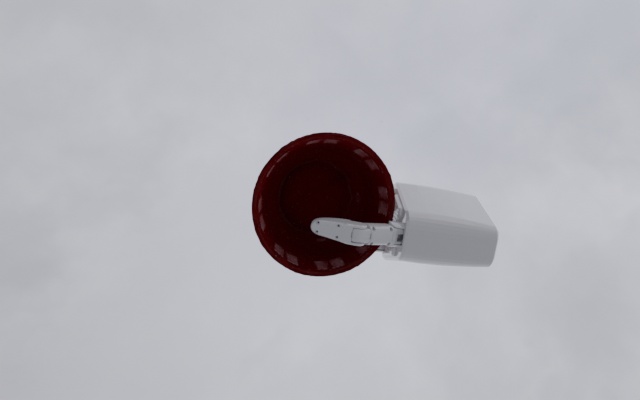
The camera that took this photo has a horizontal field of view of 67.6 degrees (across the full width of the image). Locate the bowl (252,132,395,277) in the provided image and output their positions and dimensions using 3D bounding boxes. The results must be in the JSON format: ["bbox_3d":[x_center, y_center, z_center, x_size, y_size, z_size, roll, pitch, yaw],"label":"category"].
[{"bbox_3d":[-0.001,0.001,0.544,0.162,0.162,0.055,0,12,-14],"label":"bowl"}]
